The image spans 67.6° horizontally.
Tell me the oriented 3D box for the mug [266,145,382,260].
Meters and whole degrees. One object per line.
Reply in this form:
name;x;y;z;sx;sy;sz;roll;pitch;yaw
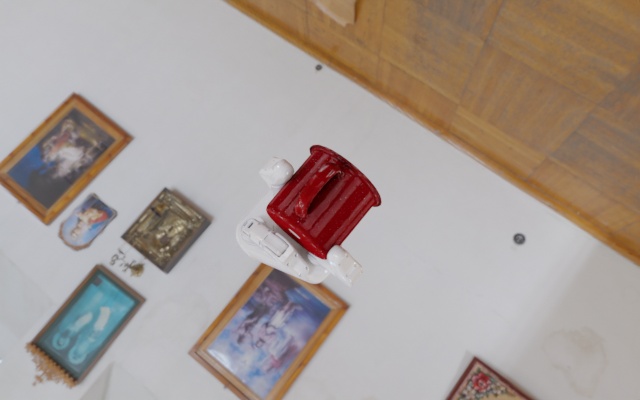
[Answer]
mug;0.000;0.001;0.467;0.093;0.081;0.117;38;-12;11
